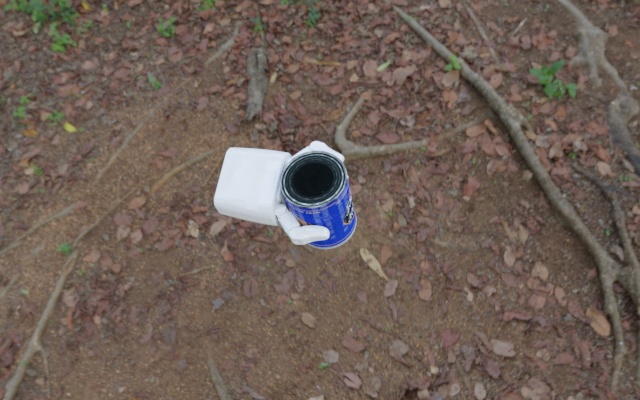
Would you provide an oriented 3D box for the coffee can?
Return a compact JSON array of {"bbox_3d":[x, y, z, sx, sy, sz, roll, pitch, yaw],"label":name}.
[{"bbox_3d":[0.000,0.003,0.765,0.103,0.102,0.140,0,-31,11],"label":"coffee can"}]
